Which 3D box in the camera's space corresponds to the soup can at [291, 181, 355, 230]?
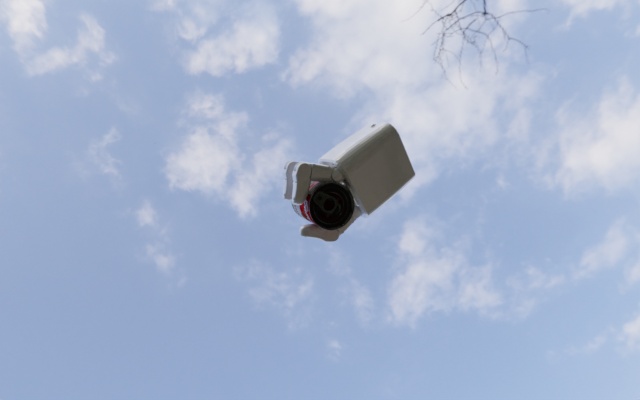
[{"bbox_3d":[0.000,0.003,0.714,0.068,0.068,0.102,0,7,-19],"label":"soup can"}]
